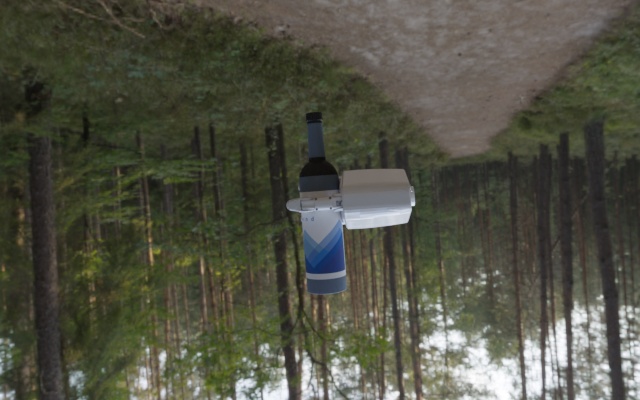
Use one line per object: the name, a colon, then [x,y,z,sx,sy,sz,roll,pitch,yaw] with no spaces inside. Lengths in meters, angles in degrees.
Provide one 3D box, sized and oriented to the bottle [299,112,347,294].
bottle: [0.000,0.003,0.793,0.069,0.296,0.069,-4,2,0]
